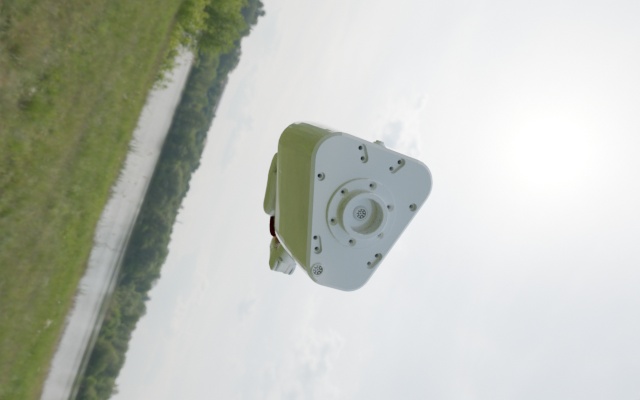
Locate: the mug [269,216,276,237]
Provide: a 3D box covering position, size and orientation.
[{"bbox_3d":[0.000,0.001,0.497,0.081,0.093,0.117,20,8,-17],"label":"mug"}]
